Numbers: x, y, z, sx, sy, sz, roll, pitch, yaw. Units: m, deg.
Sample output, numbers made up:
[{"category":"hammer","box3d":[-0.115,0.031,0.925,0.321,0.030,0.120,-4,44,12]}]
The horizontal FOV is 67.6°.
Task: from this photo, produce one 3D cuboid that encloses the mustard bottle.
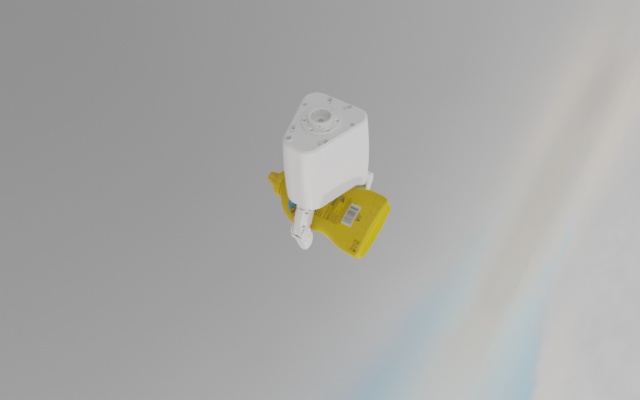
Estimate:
[{"category":"mustard bottle","box3d":[0.000,0.003,0.714,0.191,0.096,0.058,27,-7,22]}]
